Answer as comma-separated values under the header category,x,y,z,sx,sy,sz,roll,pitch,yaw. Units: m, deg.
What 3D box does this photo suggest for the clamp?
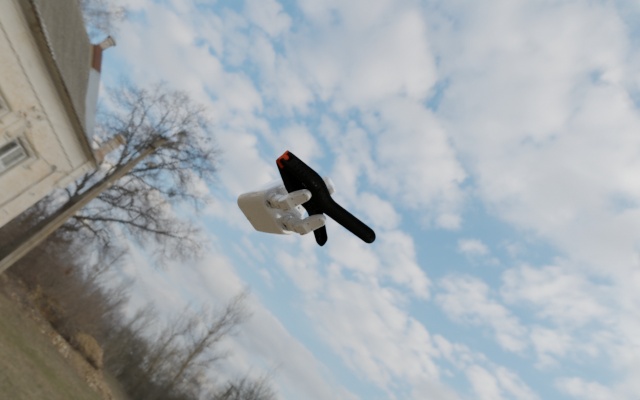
category,x,y,z,sx,sy,sz,roll,pitch,yaw
clamp,0.000,0.002,0.838,0.164,0.210,0.036,-3,36,51
